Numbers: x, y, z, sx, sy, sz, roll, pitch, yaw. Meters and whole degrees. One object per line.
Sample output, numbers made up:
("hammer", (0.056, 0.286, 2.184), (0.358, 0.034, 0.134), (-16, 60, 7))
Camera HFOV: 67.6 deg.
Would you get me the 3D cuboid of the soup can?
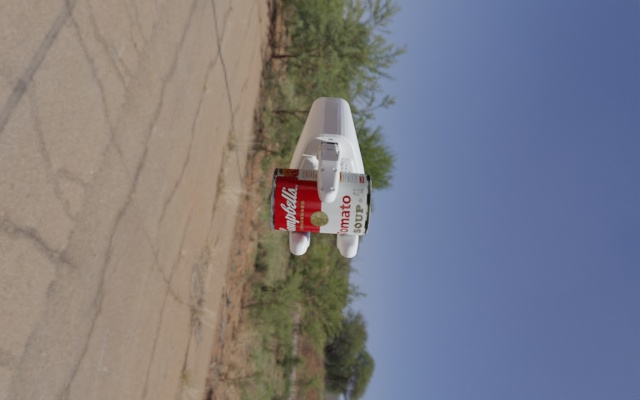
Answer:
("soup can", (0.000, 0.002, 0.515), (0.102, 0.068, 0.068), (4, 0, 0))
